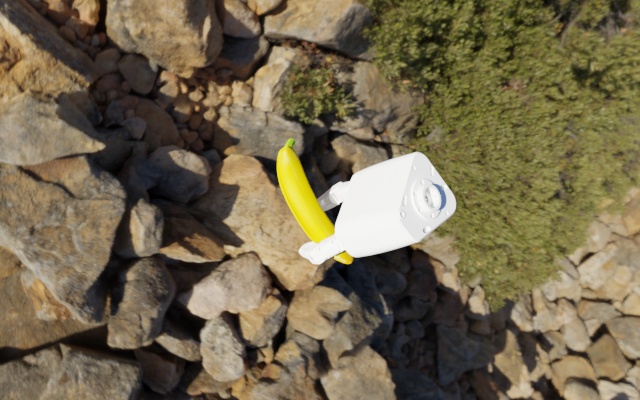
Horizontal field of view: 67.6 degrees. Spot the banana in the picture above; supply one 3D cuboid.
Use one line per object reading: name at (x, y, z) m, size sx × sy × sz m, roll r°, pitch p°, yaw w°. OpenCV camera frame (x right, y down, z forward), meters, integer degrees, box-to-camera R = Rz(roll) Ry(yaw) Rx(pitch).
banana at (-0.013, 0.004, 0.653) m, size 0.037 × 0.198 × 0.069 m, roll -29°, pitch -5°, yaw 42°
